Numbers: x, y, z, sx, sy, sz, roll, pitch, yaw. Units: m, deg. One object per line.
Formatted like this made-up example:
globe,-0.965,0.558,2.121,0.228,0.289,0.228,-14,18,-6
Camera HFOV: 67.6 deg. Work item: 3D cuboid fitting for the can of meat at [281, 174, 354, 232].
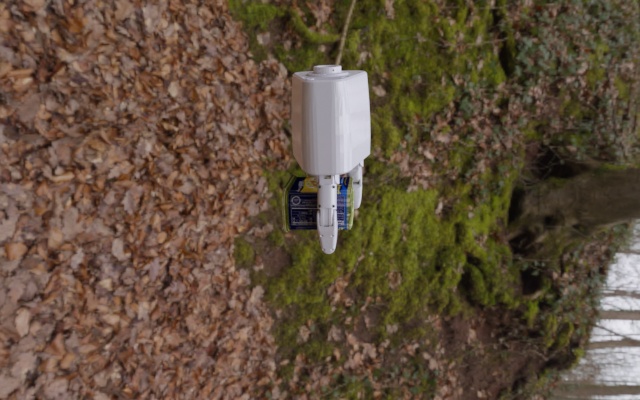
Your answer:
can of meat,0.000,0.002,0.618,0.084,0.057,0.102,0,17,6
